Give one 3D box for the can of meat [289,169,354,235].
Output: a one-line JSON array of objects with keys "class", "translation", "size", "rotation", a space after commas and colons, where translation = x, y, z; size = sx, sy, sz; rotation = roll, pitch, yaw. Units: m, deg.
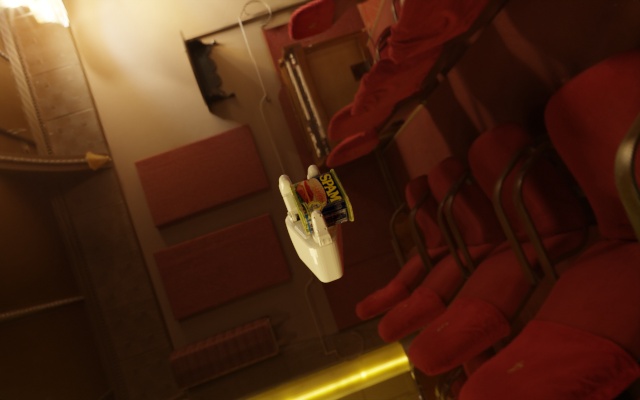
[{"class": "can of meat", "translation": [0.000, 0.003, 0.826], "size": [0.084, 0.057, 0.102], "rotation": [-19, 47, -5]}]
